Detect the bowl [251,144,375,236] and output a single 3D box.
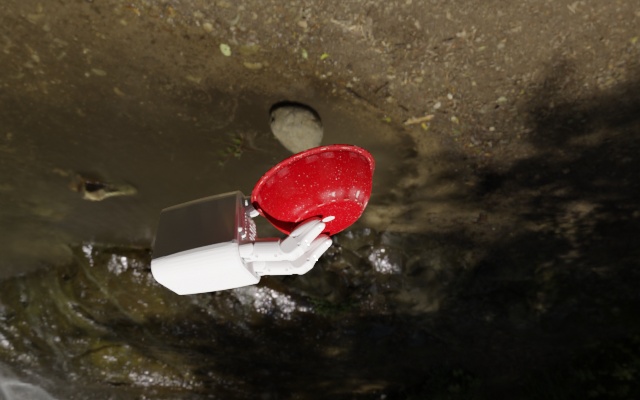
[{"bbox_3d":[0.001,0.002,0.584,0.162,0.055,0.162,-17,-27,-9],"label":"bowl"}]
